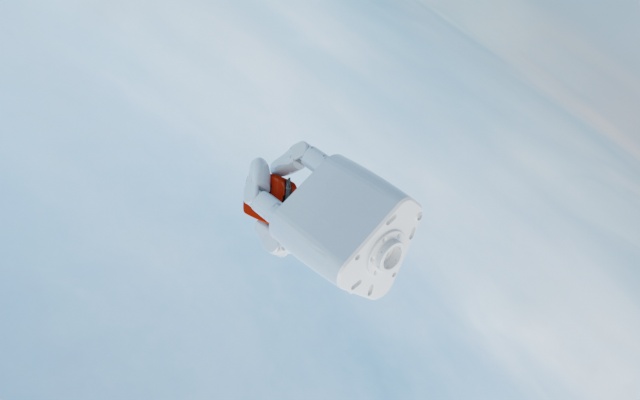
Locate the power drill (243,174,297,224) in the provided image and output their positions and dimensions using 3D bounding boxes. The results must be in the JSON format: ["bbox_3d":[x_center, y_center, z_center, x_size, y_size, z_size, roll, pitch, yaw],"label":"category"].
[{"bbox_3d":[0.000,0.002,0.620,0.187,0.057,0.184,5,2,-28],"label":"power drill"}]
